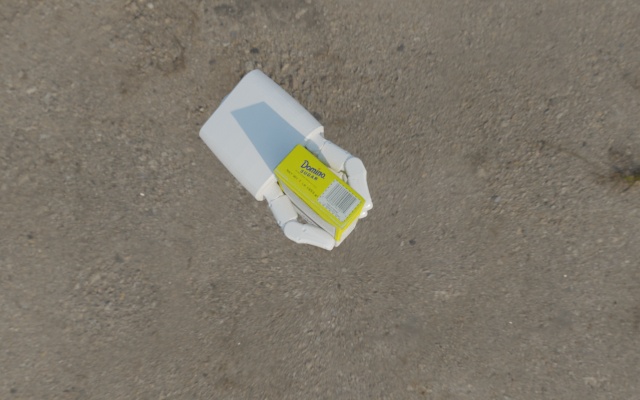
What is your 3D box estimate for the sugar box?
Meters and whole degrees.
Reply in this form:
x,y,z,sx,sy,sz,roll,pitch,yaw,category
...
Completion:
x,y,z,sx,sy,sz,roll,pitch,yaw,category
0.000,0.001,0.554,0.093,0.048,0.176,42,-5,7,sugar box
